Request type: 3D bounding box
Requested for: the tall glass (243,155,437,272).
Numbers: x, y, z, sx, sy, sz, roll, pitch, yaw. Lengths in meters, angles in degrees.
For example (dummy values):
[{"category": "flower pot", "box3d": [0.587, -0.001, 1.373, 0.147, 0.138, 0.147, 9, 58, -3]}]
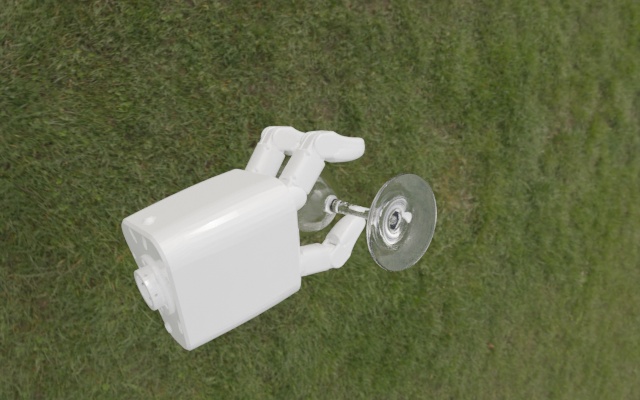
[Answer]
[{"category": "tall glass", "box3d": [0.001, 0.002, 0.428, 0.079, 0.079, 0.201, 0, 9, -39]}]
